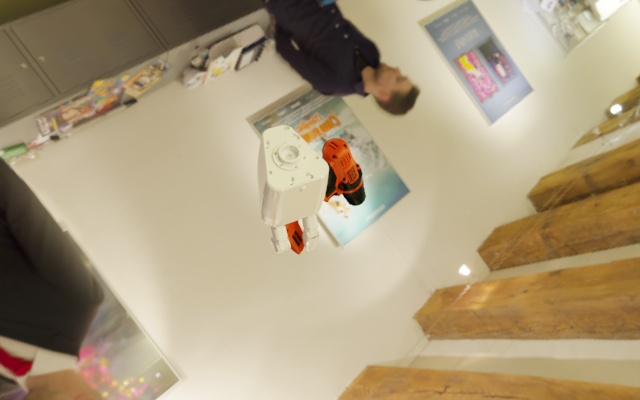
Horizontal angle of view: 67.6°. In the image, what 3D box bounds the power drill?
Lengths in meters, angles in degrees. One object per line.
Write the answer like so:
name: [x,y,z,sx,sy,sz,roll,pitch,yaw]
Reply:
power drill: [0.000,0.003,0.838,0.057,0.187,0.184,34,-15,34]
